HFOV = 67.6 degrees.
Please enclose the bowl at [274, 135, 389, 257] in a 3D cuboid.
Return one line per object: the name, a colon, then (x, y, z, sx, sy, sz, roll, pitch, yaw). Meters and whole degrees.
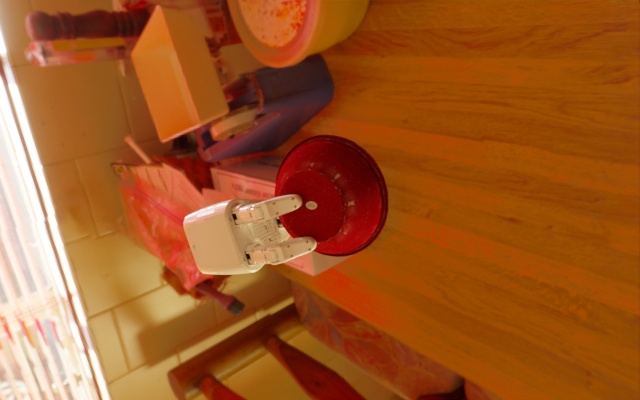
bowl: (0.001, 0.001, 0.592, 0.162, 0.162, 0.055, 0, 14, 27)
